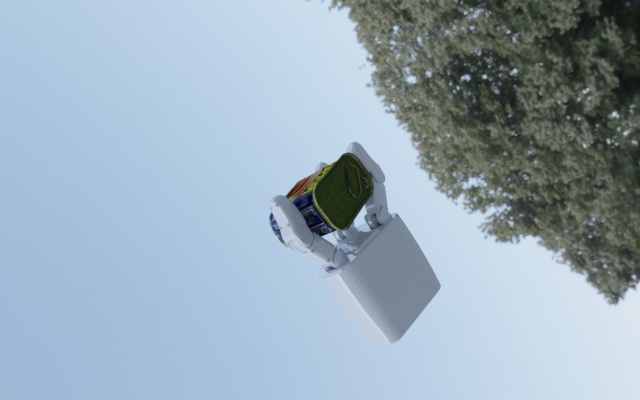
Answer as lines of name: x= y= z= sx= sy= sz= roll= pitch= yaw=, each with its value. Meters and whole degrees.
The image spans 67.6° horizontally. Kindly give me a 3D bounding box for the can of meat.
can of meat: x=0.000 y=0.002 z=0.537 sx=0.084 sy=0.057 sz=0.102 roll=-26 pitch=17 yaw=42
